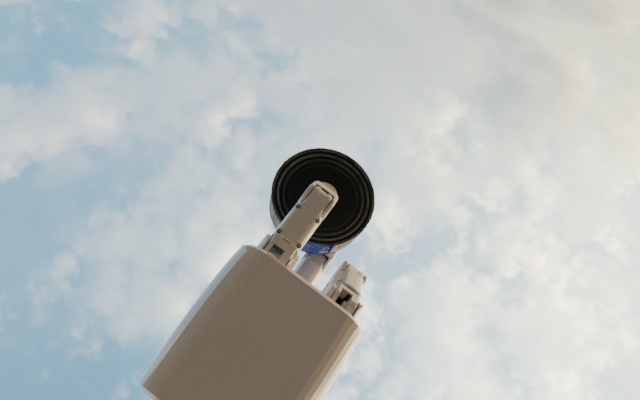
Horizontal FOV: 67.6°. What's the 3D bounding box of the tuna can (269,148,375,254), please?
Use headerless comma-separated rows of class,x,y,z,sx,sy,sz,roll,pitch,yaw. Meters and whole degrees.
tuna can,0.000,0.001,0.403,0.086,0.086,0.034,0,-21,-11
